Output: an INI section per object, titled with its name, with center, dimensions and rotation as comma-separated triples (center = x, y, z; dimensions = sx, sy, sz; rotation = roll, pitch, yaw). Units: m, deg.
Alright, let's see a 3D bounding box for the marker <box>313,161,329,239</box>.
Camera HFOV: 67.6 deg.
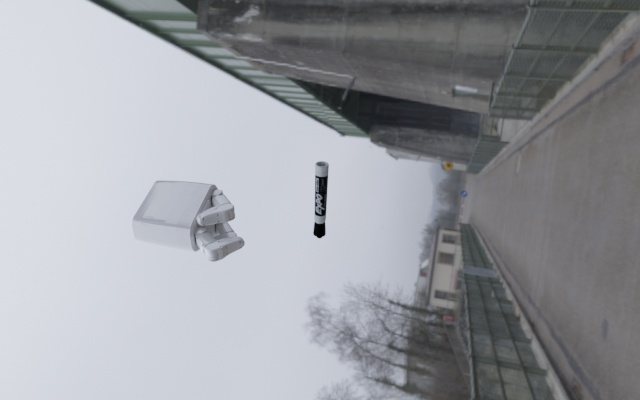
[marker]
center = 0.000, 0.002, 0.676
dimensions = 0.020, 0.121, 0.020
rotation = 1, 31, -1
